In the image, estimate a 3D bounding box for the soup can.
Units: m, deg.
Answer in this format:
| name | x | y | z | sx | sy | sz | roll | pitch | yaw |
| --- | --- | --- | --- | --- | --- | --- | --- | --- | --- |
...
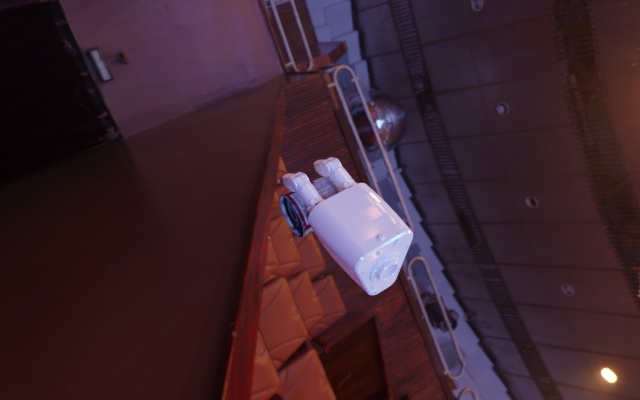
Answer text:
| name | x | y | z | sx | sy | sz | roll | pitch | yaw |
| --- | --- | --- | --- | --- | --- | --- | --- | --- | --- |
| soup can | 0.000 | 0.002 | 0.708 | 0.102 | 0.068 | 0.068 | -27 | 10 | -20 |
